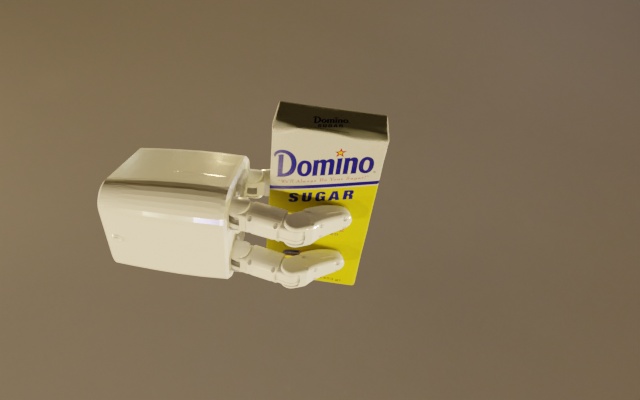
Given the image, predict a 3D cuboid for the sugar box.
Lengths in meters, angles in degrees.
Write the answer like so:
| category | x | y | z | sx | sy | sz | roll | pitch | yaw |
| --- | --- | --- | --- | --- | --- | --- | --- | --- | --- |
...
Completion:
| category | x | y | z | sx | sy | sz | roll | pitch | yaw |
| --- | --- | --- | --- | --- | --- | --- | --- | --- | --- |
| sugar box | 0.000 | 0.002 | 0.433 | 0.093 | 0.176 | 0.048 | 7 | 43 | 0 |
